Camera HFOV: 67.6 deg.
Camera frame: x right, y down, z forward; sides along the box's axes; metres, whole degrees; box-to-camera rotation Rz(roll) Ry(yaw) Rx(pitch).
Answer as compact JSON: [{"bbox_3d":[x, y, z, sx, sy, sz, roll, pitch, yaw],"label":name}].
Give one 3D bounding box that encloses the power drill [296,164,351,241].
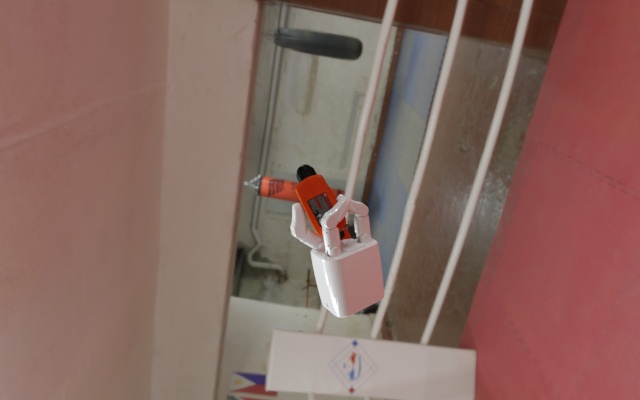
[{"bbox_3d":[0.000,0.003,0.892,0.057,0.184,0.187,-30,-7,2],"label":"power drill"}]
